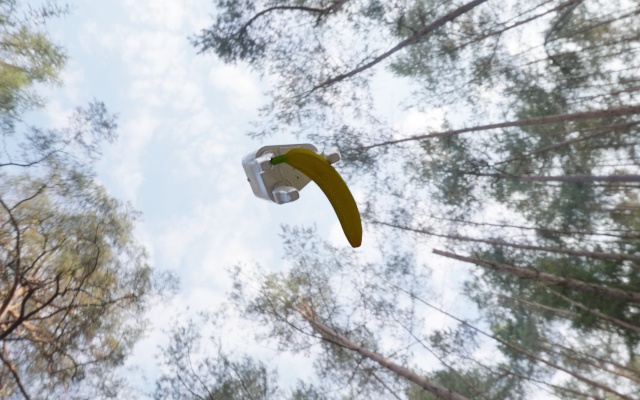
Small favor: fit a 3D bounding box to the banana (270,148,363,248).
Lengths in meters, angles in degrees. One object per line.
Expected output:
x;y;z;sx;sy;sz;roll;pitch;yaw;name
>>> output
0.009;-0.014;0.716;0.198;0.069;0.037;45;-18;-20;banana
